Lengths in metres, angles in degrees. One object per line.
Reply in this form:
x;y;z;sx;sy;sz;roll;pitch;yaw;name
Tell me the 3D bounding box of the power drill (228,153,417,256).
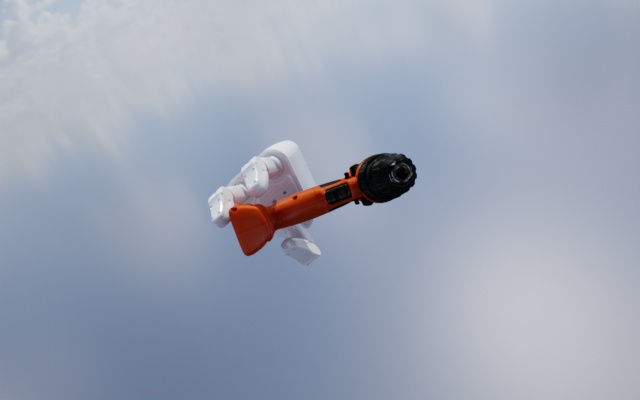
0.000;0.002;0.511;0.187;0.057;0.184;-19;-1;-6;power drill
